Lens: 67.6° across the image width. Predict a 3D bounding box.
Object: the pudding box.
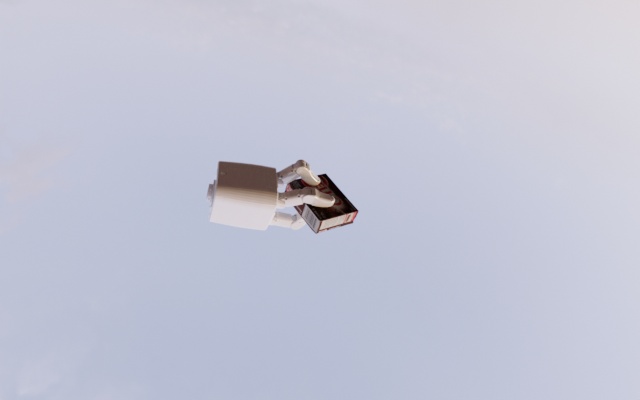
[{"bbox_3d":[0.000,0.003,0.872,0.090,0.039,0.113,-14,52,-35],"label":"pudding box"}]
